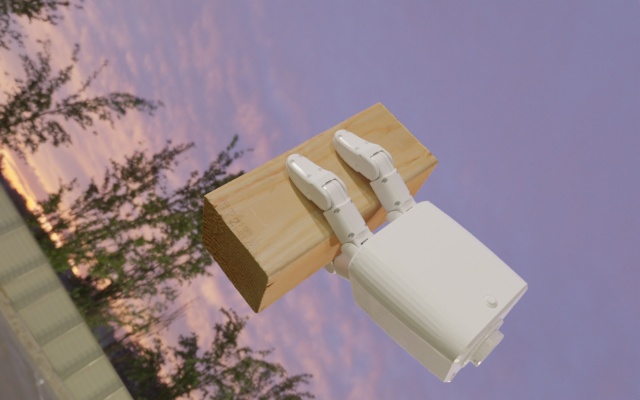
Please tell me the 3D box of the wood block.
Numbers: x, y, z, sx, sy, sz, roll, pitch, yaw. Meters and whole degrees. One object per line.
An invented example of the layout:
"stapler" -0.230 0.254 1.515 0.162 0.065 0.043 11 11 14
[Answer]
"wood block" 0.000 0.002 0.454 0.206 0.090 0.091 -32 -19 -30
